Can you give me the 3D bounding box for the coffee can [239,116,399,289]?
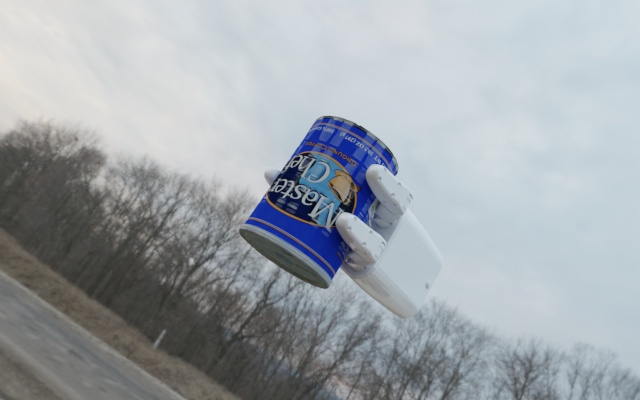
[{"bbox_3d":[0.000,0.002,0.479,0.103,0.140,0.103,30,-18,10],"label":"coffee can"}]
